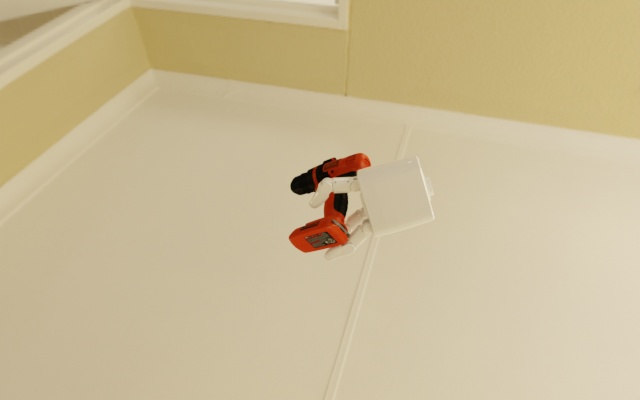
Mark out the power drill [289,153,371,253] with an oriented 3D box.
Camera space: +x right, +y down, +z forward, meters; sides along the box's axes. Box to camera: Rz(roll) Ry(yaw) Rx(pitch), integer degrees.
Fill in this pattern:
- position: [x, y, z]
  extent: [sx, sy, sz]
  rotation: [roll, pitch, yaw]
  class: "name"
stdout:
- position: [0.000, 0.003, 0.887]
  extent: [0.184, 0.187, 0.057]
  rotation: [-19, -48, 36]
  class: "power drill"
